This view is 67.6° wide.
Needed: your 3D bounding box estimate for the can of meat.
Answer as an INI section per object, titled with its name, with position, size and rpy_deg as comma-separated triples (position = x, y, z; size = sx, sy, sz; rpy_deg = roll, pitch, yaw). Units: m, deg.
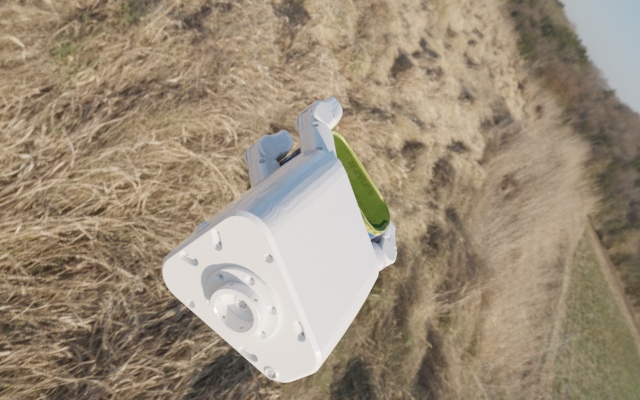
[can of meat]
position = 0.000, 0.001, 0.414
size = 0.084, 0.102, 0.057
rpy_deg = -32, 3, 32
